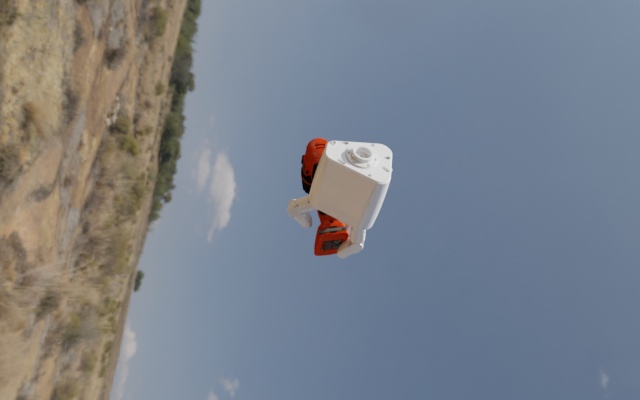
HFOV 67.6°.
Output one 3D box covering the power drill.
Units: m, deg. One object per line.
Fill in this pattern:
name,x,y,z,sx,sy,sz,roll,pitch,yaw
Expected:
power drill,0.000,0.003,0.883,0.057,0.187,0.184,-9,-22,-8
